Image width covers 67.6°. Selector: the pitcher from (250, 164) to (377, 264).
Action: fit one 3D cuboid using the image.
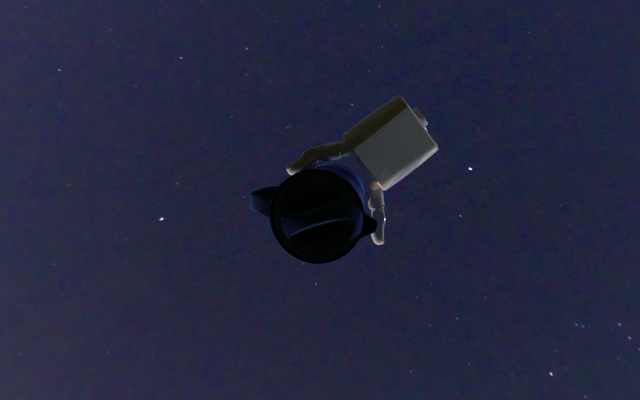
[{"bbox_3d":[0.000,0.002,0.764,0.145,0.149,0.243,-36,3,12],"label":"pitcher"}]
